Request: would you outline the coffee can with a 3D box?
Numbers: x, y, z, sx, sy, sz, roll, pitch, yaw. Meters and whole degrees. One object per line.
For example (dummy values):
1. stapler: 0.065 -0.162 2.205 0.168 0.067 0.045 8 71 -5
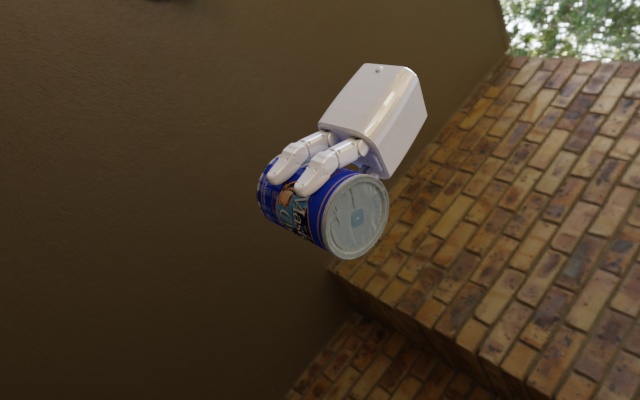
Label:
1. coffee can: 0.000 0.002 0.599 0.103 0.103 0.140 0 16 -41
